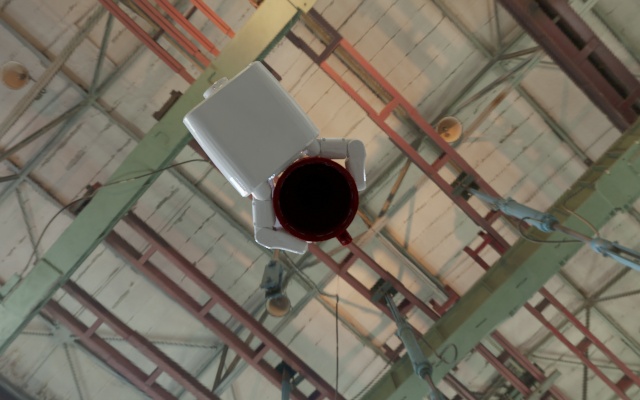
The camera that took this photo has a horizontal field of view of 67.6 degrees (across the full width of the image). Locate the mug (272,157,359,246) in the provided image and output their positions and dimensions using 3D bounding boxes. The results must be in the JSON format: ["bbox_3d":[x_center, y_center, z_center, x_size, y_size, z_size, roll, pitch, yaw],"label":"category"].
[{"bbox_3d":[0.001,0.003,0.554,0.093,0.117,0.081,-37,11,4],"label":"mug"}]
